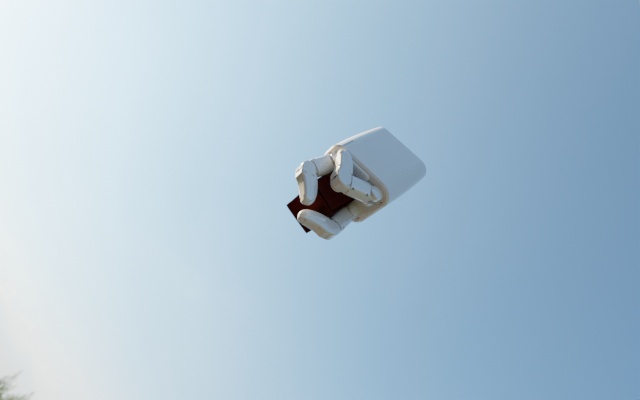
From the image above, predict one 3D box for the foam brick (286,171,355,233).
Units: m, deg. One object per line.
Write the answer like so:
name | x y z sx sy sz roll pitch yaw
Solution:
foam brick | 0.000 0.002 0.677 0.051 0.053 0.078 -31 -5 -40
